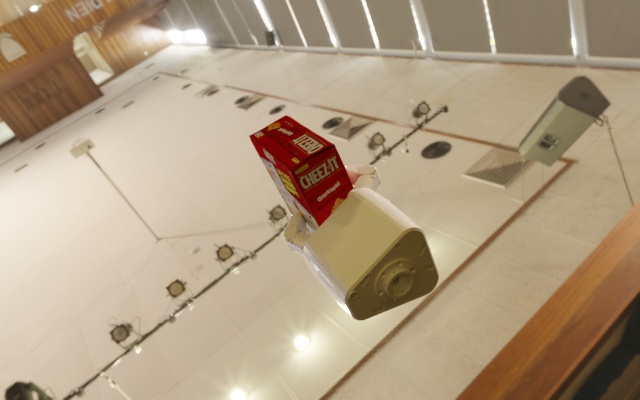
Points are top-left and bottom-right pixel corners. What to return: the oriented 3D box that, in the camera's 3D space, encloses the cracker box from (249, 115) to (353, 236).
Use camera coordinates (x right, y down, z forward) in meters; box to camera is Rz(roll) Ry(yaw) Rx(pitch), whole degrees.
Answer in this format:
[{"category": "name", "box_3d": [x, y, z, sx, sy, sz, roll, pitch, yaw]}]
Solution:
[{"category": "cracker box", "box_3d": [0.000, 0.002, 0.659, 0.072, 0.214, 0.164, -33, 32, -11]}]
